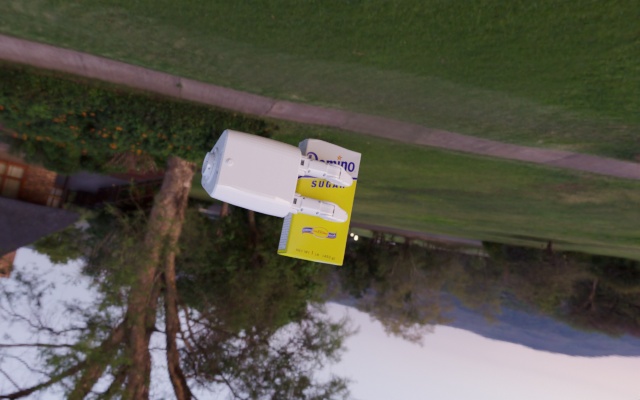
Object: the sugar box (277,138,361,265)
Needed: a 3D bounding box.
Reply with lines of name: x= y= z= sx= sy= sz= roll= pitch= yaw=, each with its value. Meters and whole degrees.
sugar box: x=0.000 y=0.002 z=0.717 sx=0.093 sy=0.176 sz=0.048 roll=14 pitch=-9 yaw=-22
